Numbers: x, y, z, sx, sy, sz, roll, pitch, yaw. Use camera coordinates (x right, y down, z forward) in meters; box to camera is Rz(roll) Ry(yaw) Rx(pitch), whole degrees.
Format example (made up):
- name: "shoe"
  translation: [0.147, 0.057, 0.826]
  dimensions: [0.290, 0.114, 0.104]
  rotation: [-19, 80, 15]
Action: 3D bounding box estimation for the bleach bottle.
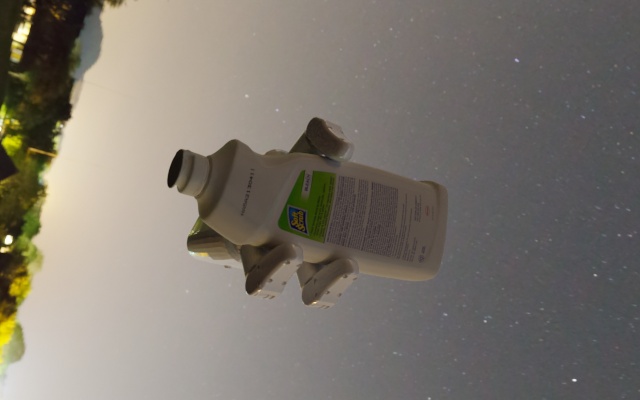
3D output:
- name: "bleach bottle"
  translation: [0.000, 0.001, 0.402]
  dimensions: [0.251, 0.102, 0.068]
  rotation: [18, -17, -33]
